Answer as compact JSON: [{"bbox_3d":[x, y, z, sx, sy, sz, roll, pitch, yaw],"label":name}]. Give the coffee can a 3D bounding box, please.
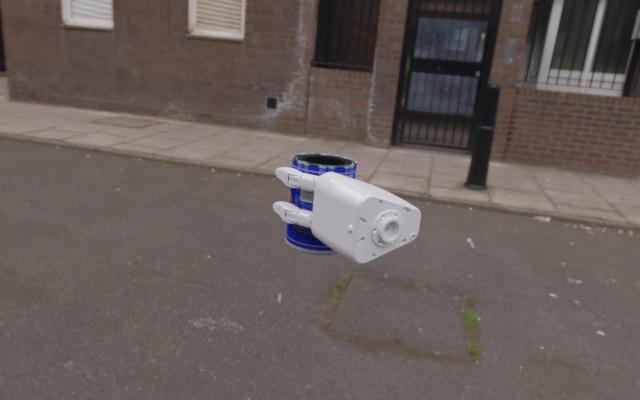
[{"bbox_3d":[0.000,0.003,0.757,0.103,0.140,0.102,5,16,-1],"label":"coffee can"}]
